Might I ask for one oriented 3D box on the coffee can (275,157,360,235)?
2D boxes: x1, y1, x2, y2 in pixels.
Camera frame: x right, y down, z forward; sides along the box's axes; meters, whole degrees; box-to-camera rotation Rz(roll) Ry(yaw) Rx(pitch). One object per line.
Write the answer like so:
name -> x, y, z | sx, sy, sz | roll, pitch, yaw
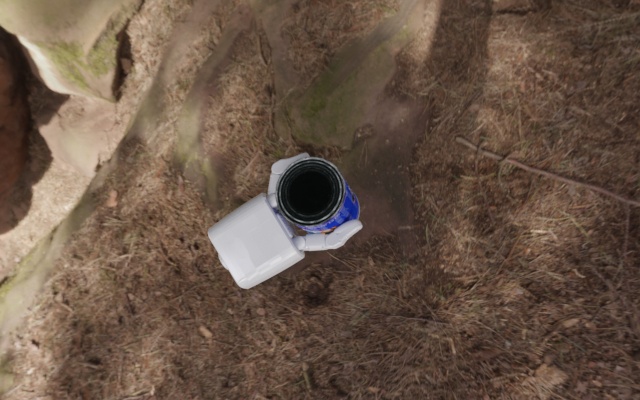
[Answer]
coffee can -> 0.000, 0.002, 0.737 | 0.103, 0.102, 0.140 | 0, -13, 13
